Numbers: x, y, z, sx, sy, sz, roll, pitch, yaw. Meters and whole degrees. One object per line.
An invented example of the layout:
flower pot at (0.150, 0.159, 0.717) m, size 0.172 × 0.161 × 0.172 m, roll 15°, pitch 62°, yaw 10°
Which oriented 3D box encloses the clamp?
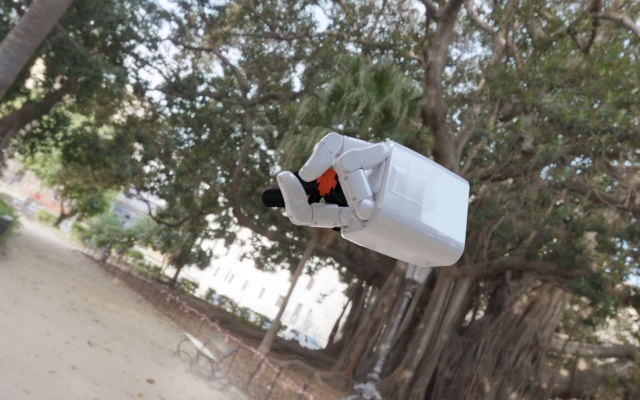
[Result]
clamp at (0.000, 0.001, 0.587) m, size 0.120 × 0.039 × 0.171 m, roll 17°, pitch -13°, yaw -16°
